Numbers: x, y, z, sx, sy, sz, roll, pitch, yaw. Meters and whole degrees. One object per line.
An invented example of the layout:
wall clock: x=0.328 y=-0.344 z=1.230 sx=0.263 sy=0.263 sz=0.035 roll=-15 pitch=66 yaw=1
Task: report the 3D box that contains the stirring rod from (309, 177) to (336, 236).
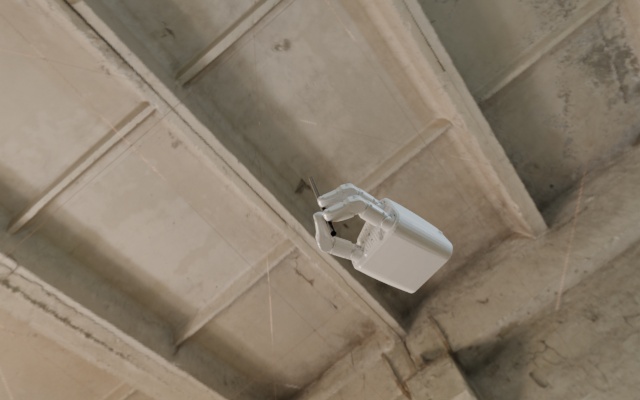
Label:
stirring rod: x=0.000 y=0.003 z=0.737 sx=0.011 sy=0.011 sz=0.239 roll=0 pitch=20 yaw=-9
